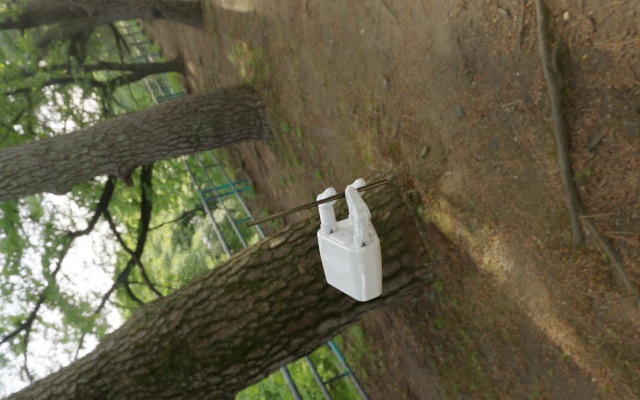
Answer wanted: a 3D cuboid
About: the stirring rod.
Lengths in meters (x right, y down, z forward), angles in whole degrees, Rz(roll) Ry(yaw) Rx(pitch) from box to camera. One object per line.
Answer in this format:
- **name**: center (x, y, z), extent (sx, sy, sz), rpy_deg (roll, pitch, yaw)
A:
- **stirring rod**: center (0.000, 0.003, 0.753), extent (0.239, 0.011, 0.011), rpy_deg (-17, 5, -18)
